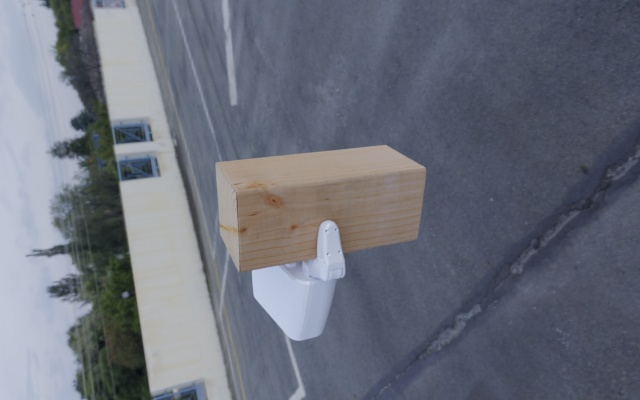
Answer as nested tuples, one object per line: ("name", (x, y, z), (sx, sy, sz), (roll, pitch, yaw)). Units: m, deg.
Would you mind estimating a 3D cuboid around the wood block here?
("wood block", (0.000, 0.002, 0.521), (0.206, 0.090, 0.090), (-8, 27, -22))
